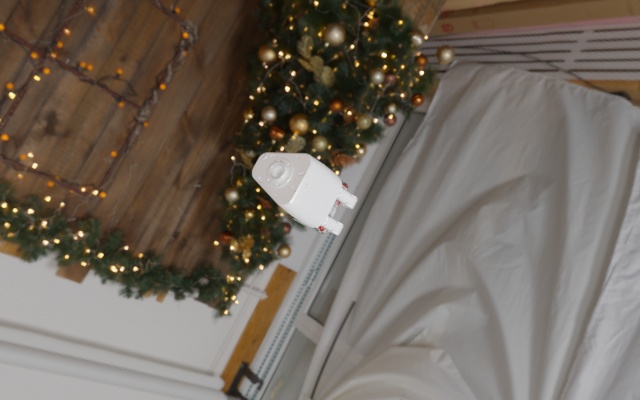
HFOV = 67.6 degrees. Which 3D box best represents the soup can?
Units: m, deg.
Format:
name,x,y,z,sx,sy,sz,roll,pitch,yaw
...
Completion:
name,x,y,z,sx,sy,sz,roll,pitch,yaw
soup can,0.000,0.003,0.880,0.068,0.102,0.068,28,-5,3
